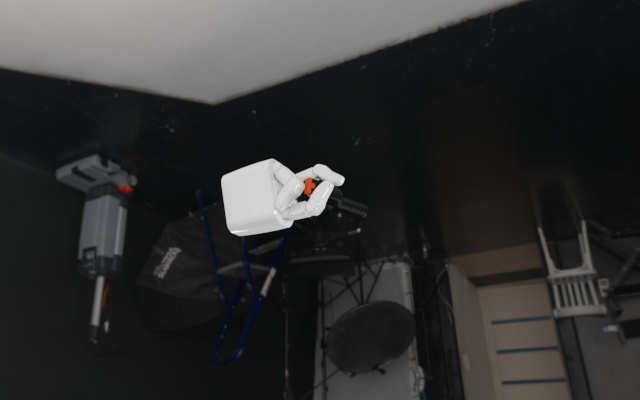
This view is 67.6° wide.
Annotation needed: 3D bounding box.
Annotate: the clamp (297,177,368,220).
[{"bbox_3d":[0.000,0.003,0.859,0.120,0.039,0.171,-13,-26,26],"label":"clamp"}]
